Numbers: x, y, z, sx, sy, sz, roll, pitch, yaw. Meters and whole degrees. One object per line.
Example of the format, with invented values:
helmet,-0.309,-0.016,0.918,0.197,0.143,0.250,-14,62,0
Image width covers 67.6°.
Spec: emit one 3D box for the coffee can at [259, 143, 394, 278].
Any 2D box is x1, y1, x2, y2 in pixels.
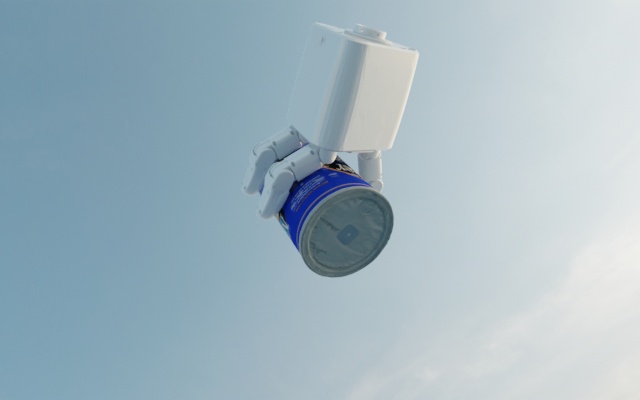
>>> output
coffee can,0.000,0.002,0.522,0.103,0.103,0.140,0,28,-27
